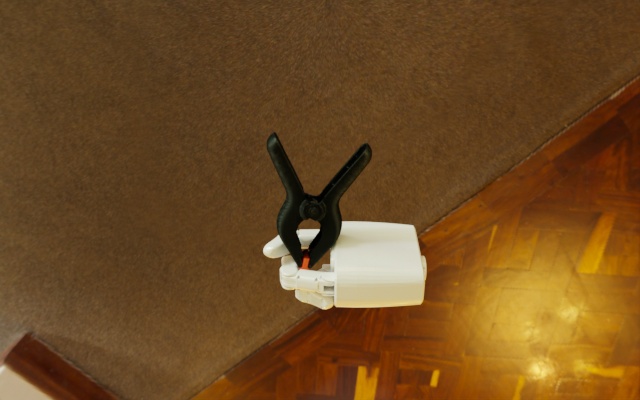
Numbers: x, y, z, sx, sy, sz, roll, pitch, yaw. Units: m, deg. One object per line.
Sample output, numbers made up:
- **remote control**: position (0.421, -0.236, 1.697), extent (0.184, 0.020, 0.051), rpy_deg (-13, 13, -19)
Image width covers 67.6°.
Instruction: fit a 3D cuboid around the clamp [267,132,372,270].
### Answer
- **clamp**: position (0.000, 0.002, 0.568), extent (0.120, 0.171, 0.039), rpy_deg (0, 23, 2)
